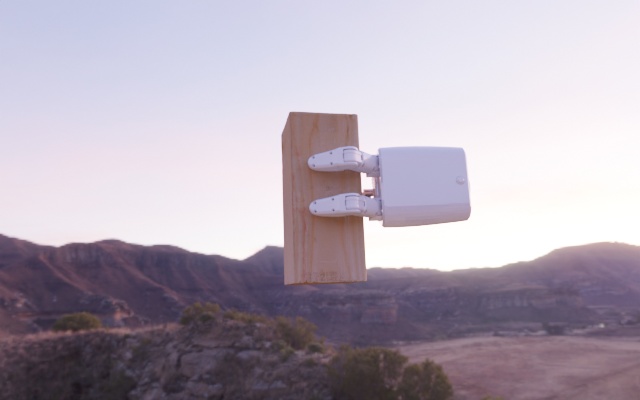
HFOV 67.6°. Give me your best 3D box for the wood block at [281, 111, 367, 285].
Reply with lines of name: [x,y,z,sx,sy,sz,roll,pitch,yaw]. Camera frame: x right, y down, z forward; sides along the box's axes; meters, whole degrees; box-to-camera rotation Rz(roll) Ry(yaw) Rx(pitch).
wood block: [0.000,0.002,0.609,0.090,0.206,0.091,0,-12,-11]
